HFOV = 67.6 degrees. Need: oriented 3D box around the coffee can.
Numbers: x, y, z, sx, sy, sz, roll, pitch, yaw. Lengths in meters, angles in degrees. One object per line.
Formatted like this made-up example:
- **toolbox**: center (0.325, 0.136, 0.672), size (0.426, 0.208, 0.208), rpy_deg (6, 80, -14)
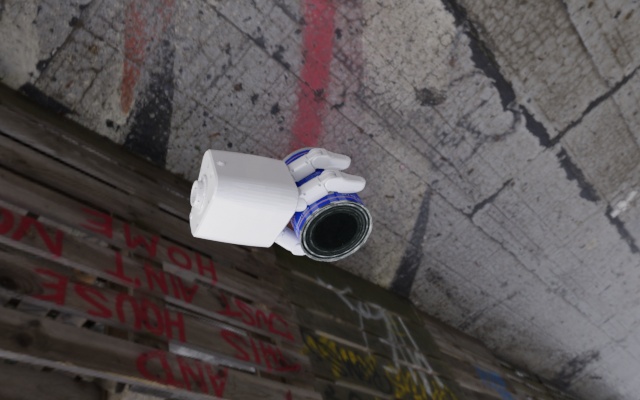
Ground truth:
- **coffee can**: center (0.000, 0.002, 0.681), size (0.103, 0.103, 0.140), rpy_deg (0, 35, -22)
